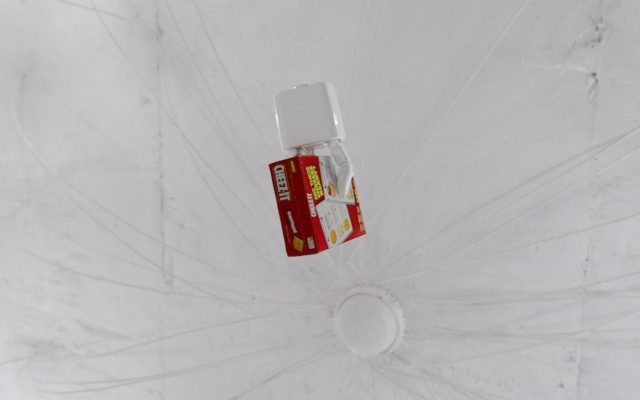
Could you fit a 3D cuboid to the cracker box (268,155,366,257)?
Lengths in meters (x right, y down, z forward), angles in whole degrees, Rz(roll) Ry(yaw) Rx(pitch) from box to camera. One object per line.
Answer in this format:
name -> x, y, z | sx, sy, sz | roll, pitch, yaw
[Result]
cracker box -> 0.000, 0.003, 0.875 | 0.072, 0.164, 0.213 | -13, -1, 27
